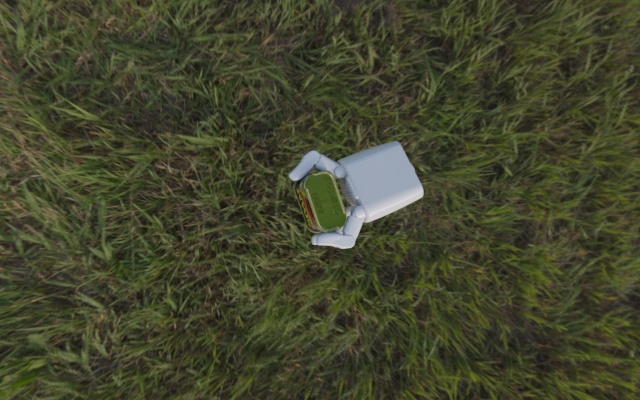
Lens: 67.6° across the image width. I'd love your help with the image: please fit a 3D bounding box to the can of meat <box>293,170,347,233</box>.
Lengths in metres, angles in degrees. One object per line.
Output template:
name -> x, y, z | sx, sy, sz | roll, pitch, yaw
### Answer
can of meat -> 0.000, 0.002, 0.783 | 0.057, 0.102, 0.084 | -19, 3, -12
